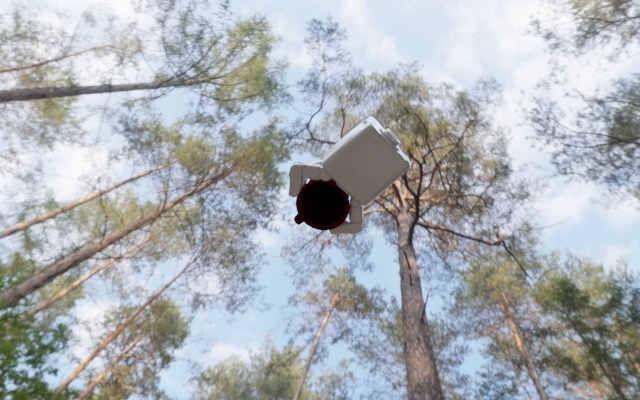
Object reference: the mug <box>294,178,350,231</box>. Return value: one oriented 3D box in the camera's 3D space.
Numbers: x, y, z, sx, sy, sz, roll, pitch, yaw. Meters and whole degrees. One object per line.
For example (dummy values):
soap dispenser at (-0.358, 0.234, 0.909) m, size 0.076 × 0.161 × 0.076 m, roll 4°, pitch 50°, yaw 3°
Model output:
mug at (-0.001, 0.004, 0.853) m, size 0.117 × 0.093 × 0.081 m, roll -40°, pitch 9°, yaw 18°
